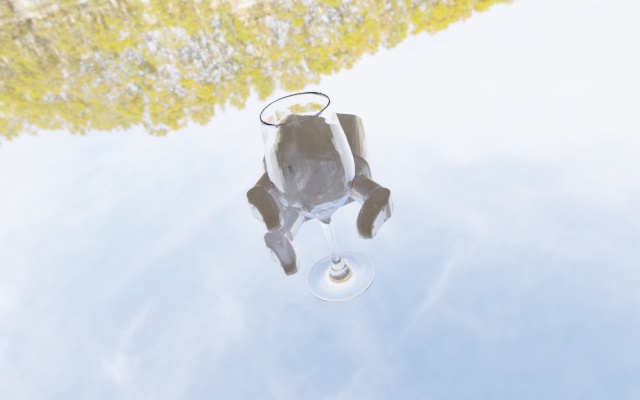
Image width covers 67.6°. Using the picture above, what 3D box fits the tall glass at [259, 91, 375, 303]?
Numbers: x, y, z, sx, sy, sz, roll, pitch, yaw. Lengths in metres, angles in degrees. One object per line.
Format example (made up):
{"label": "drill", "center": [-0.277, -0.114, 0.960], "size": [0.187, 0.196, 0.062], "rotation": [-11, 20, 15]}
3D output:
{"label": "tall glass", "center": [0.000, 0.002, 0.455], "size": [0.079, 0.201, 0.079], "rotation": [-10, 35, 7]}
